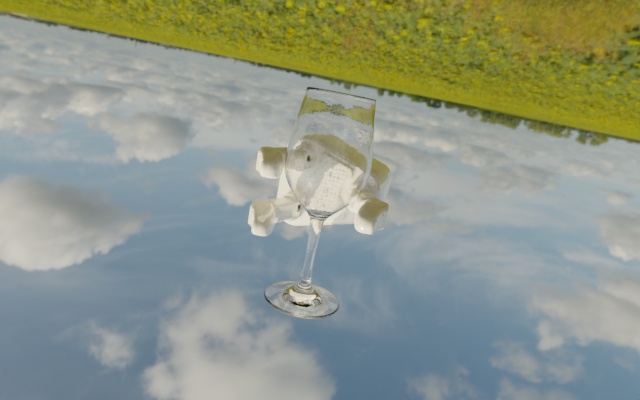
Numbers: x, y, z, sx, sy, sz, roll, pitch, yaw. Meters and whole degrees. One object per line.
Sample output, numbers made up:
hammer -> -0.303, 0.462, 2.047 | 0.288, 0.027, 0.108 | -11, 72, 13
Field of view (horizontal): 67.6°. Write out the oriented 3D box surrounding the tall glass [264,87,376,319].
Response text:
tall glass -> 0.000, 0.002, 0.440 | 0.079, 0.201, 0.079 | 10, 15, -3
